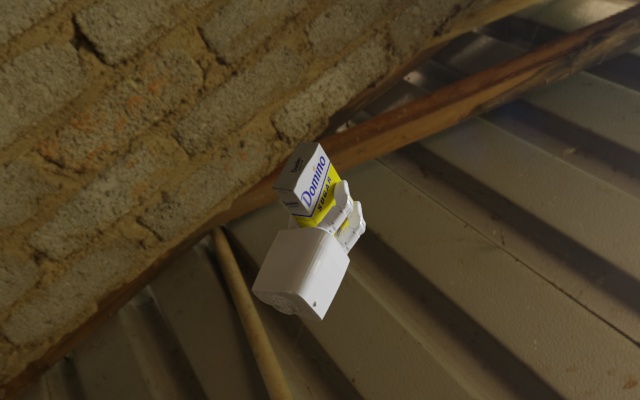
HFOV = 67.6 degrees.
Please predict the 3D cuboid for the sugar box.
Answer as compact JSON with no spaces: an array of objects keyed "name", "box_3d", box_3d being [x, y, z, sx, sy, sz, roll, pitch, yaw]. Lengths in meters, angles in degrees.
[{"name":"sugar box","box_3d":[0.001,0.003,0.745,0.048,0.093,0.176,8,-33,33]}]
